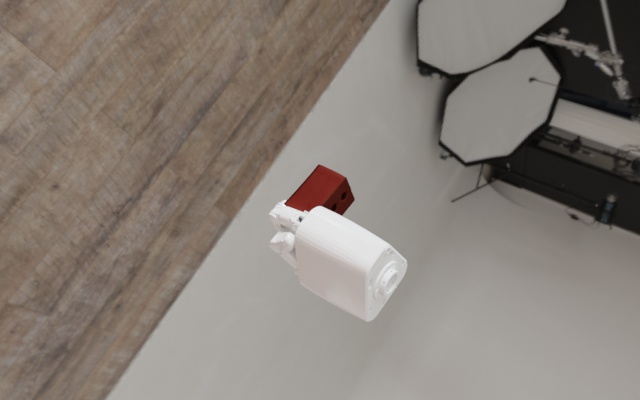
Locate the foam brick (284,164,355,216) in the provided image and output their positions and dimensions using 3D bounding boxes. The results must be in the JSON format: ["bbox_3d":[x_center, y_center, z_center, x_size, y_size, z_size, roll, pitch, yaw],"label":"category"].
[{"bbox_3d":[0.000,0.002,0.638,0.051,0.078,0.053,25,-25,35],"label":"foam brick"}]
